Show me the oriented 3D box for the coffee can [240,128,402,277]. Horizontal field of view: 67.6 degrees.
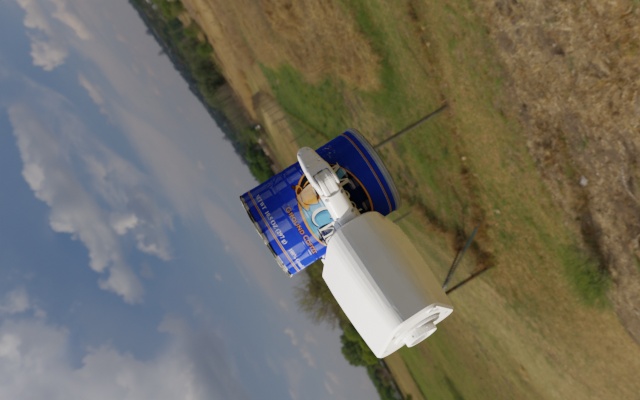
[{"bbox_3d":[0.000,0.001,0.513,0.140,0.103,0.103,-32,2,-4],"label":"coffee can"}]
